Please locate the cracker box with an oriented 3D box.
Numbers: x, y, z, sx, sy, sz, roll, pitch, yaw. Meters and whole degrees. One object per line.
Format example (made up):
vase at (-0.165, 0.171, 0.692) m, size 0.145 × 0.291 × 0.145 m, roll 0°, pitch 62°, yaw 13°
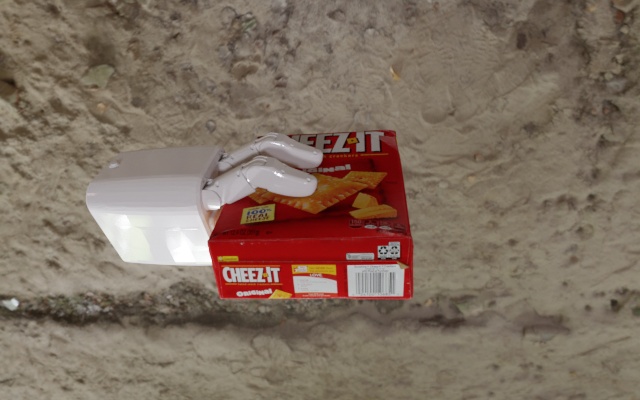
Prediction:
cracker box at (0.000, 0.002, 0.469) m, size 0.164 × 0.072 × 0.213 m, roll -1°, pitch 31°, yaw 6°
